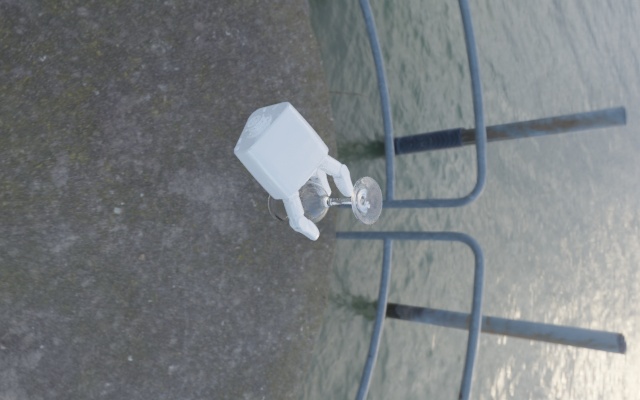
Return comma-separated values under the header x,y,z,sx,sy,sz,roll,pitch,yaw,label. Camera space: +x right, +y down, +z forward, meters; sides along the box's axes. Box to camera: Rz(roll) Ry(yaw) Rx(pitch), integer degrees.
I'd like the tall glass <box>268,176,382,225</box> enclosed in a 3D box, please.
x,y,z,sx,sy,sz,roll,pitch,yaw,label
0.001,0.003,0.798,0.201,0.079,0.079,-3,-2,44,tall glass
